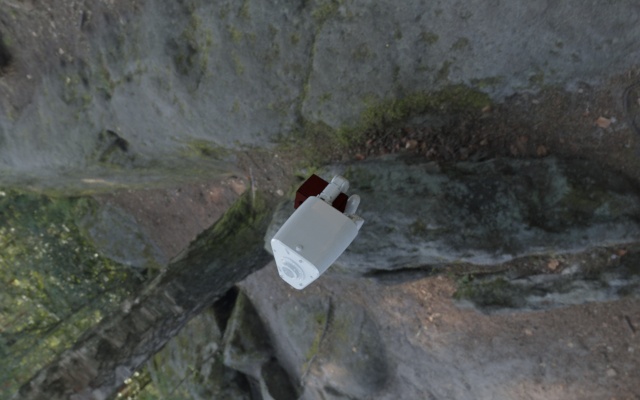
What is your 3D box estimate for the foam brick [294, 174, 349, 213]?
[{"bbox_3d":[0.000,0.003,0.819,0.078,0.051,0.053,34,-33,15],"label":"foam brick"}]
